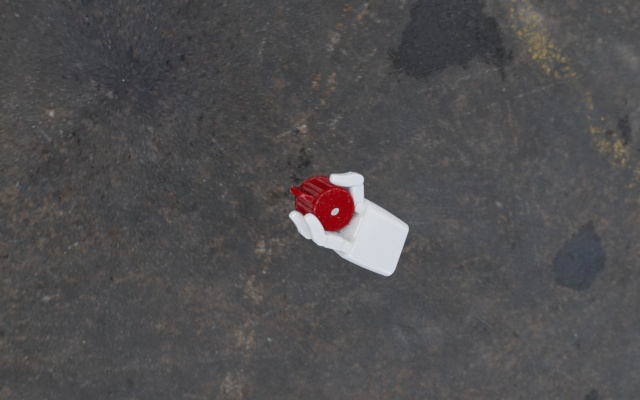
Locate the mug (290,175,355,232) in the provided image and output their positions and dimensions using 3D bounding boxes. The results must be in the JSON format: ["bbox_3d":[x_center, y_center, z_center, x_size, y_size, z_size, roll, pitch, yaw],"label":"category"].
[{"bbox_3d":[-0.001,0.002,0.853,0.117,0.093,0.081,27,2,-26],"label":"mug"}]
